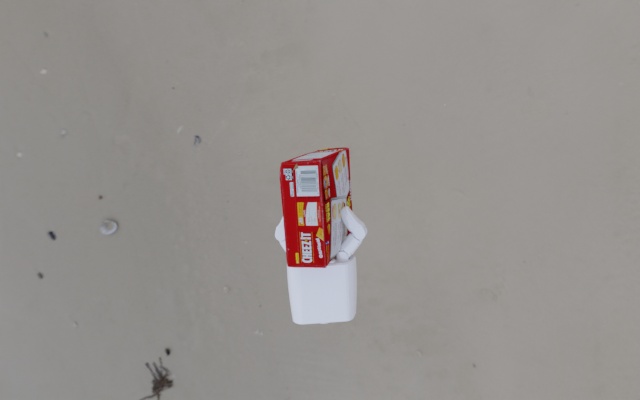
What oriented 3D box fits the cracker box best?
[{"bbox_3d":[0.000,0.003,0.801,0.072,0.164,0.213,-1,11,15],"label":"cracker box"}]
